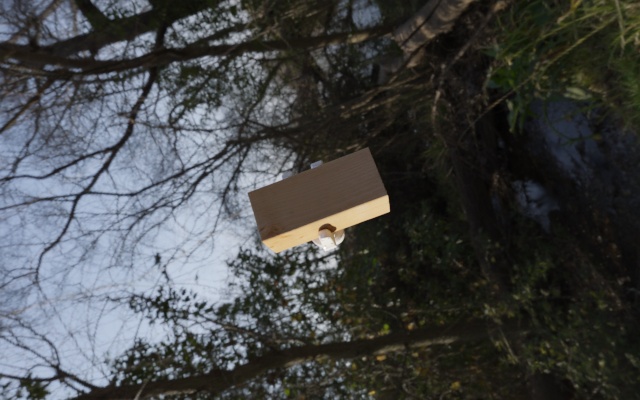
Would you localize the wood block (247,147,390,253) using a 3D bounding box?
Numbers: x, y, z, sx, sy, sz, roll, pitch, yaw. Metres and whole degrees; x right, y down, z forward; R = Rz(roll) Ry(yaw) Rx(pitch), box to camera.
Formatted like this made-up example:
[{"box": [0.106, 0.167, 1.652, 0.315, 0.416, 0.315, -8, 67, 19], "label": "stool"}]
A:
[{"box": [0.000, 0.003, 0.781, 0.206, 0.090, 0.090, -21, -20, 3], "label": "wood block"}]
